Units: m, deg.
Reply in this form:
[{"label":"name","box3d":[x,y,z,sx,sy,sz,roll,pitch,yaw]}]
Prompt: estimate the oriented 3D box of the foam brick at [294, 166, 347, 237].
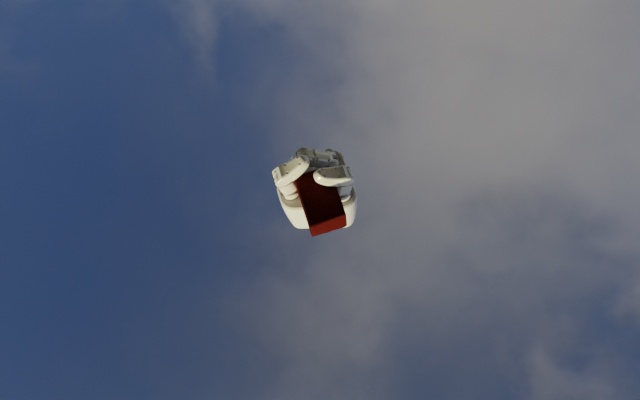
[{"label":"foam brick","box3d":[0.000,0.002,0.656,0.053,0.078,0.051,-17,-22,-3]}]
